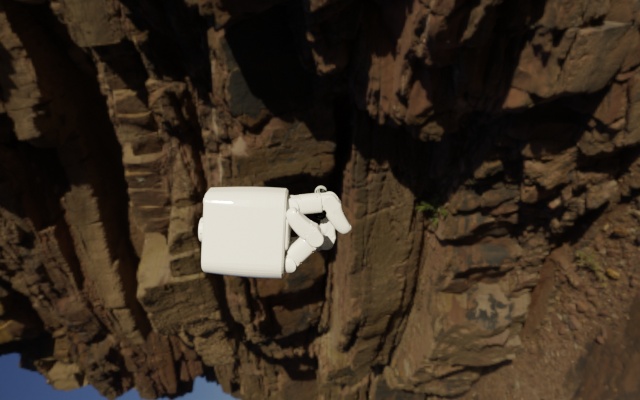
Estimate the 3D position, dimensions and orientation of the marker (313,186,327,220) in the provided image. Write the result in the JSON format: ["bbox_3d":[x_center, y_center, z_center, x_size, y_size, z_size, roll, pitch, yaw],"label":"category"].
[{"bbox_3d":[0.000,0.002,0.687,0.020,0.020,0.121,0,16,0],"label":"marker"}]
